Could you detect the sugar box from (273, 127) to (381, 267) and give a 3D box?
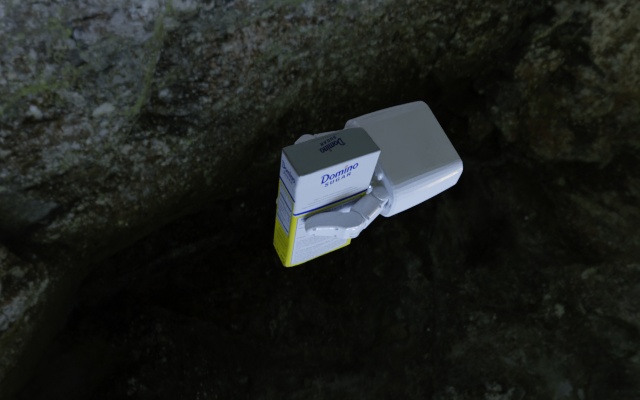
[{"bbox_3d":[0.000,0.001,0.528,0.093,0.048,0.176,-19,-33,-22],"label":"sugar box"}]
